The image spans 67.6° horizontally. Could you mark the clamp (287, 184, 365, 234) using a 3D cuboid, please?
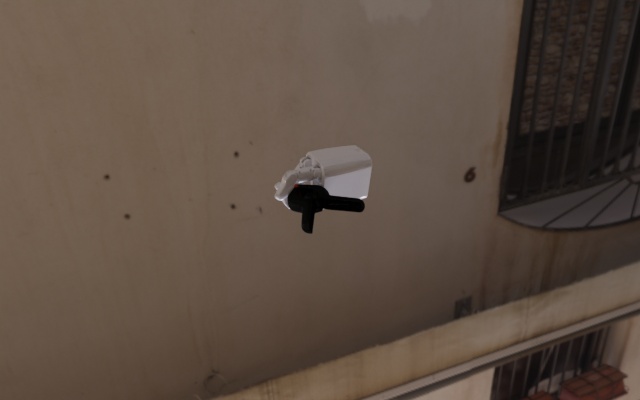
[{"bbox_3d":[0.000,0.003,0.869,0.120,0.039,0.171,-13,27,-17],"label":"clamp"}]
